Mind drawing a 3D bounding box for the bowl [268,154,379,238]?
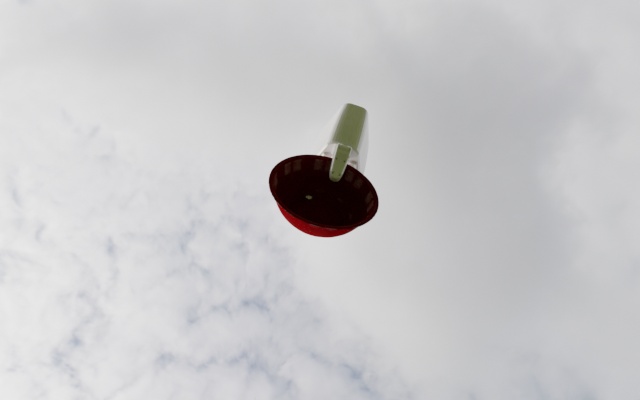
[{"bbox_3d":[-0.001,0.003,0.694,0.162,0.055,0.162,11,39,-9],"label":"bowl"}]
